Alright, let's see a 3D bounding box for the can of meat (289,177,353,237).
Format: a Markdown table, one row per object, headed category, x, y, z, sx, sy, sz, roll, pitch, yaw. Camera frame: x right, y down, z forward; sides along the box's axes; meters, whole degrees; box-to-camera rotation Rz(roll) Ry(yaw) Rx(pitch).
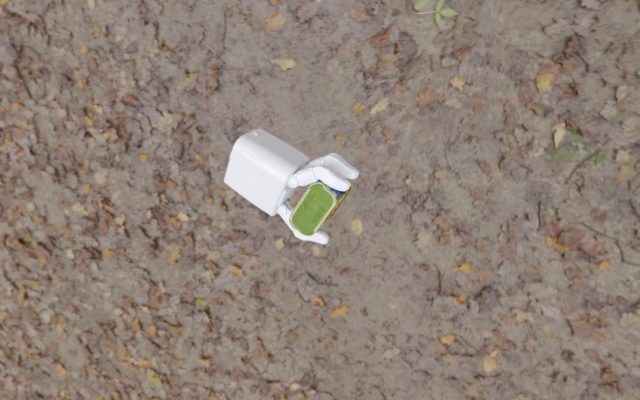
| category | x | y | z | sx | sy | sz | roll | pitch | yaw |
| --- | --- | --- | --- | --- | --- | --- | --- | --- | --- |
| can of meat | 0.000 | 0.003 | 0.791 | 0.057 | 0.102 | 0.084 | 37 | 27 | 5 |
